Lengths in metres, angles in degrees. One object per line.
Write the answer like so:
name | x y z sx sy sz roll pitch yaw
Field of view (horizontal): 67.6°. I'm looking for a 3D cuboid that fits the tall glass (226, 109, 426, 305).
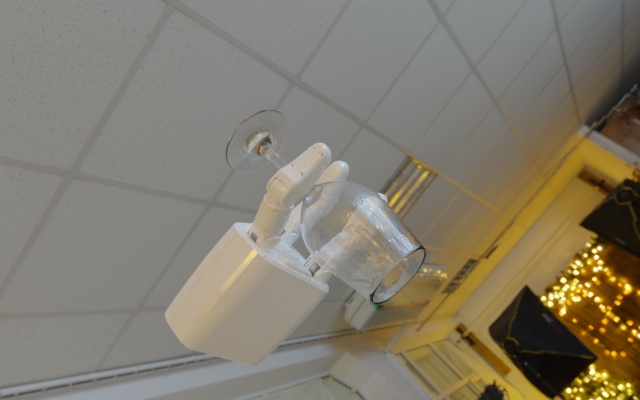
tall glass | 0.000 0.001 0.429 0.201 0.079 0.079 43 24 29
